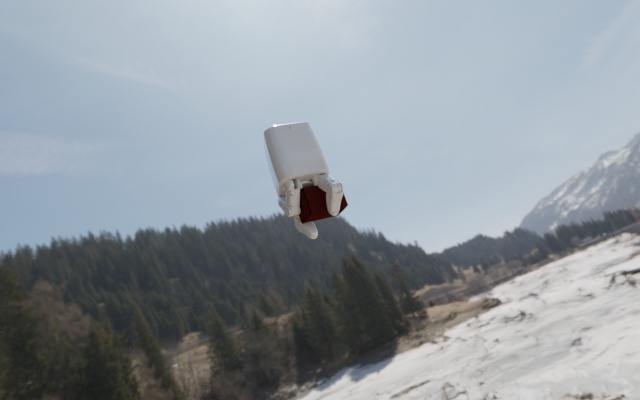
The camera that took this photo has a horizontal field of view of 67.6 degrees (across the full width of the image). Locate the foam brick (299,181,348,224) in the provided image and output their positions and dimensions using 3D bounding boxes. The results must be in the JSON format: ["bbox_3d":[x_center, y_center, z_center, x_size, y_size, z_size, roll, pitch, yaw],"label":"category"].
[{"bbox_3d":[0.000,0.003,0.863,0.078,0.051,0.053,-12,-18,-28],"label":"foam brick"}]
